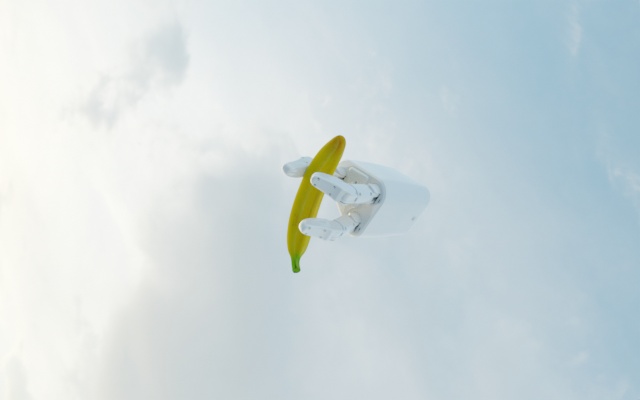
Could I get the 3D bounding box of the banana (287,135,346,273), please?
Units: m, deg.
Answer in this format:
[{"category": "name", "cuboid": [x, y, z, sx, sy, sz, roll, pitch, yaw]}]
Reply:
[{"category": "banana", "cuboid": [-0.010, -0.001, 0.668, 0.037, 0.198, 0.069, 10, 13, -32]}]
